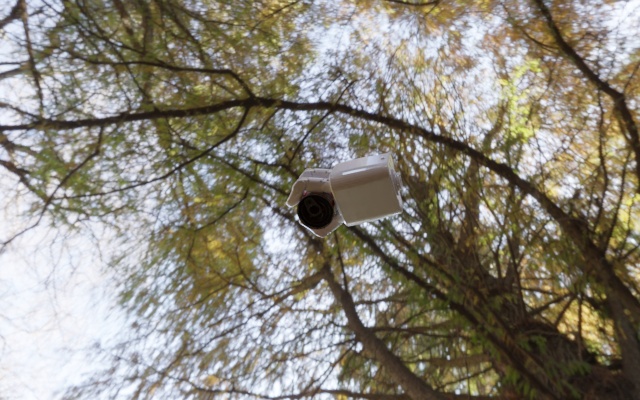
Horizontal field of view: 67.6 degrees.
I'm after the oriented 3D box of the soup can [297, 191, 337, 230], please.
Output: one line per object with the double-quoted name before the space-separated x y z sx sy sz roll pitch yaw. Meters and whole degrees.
"soup can" 0.000 0.003 0.894 0.068 0.068 0.102 0 21 11
